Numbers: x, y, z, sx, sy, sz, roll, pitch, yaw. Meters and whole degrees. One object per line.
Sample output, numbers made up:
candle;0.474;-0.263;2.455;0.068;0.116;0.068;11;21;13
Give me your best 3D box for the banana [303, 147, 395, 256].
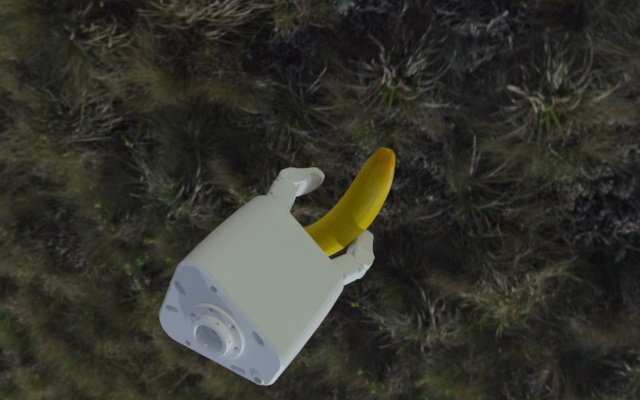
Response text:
banana;0.007;0.019;0.486;0.198;0.069;0.037;-29;0;37
